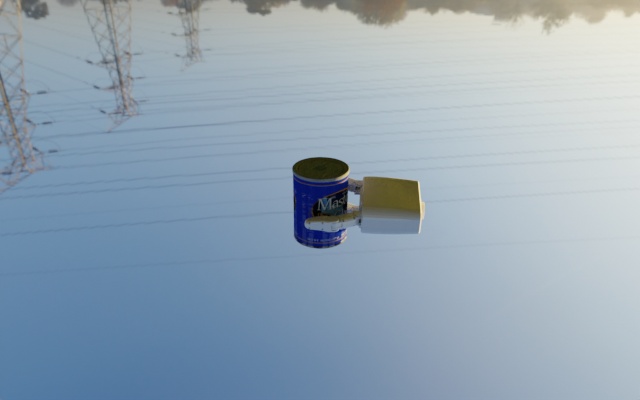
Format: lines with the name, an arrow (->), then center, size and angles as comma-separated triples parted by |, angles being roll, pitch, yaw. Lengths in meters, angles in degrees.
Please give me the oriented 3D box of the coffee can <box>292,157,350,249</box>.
coffee can -> 0.000, 0.003, 0.884 | 0.103, 0.140, 0.102 | 0, 27, 0
